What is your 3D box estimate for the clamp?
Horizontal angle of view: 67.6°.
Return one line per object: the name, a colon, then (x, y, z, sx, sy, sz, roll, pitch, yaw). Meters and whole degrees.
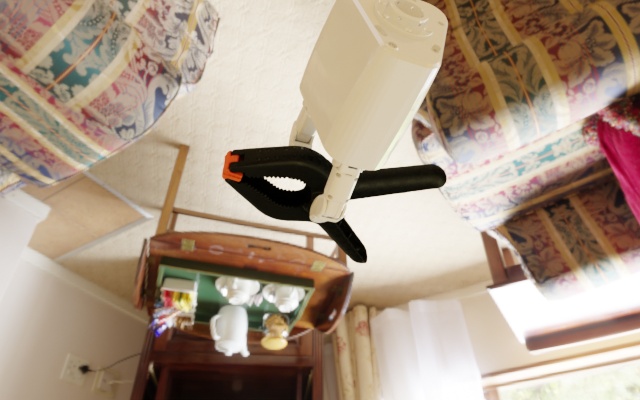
clamp: (0.000, 0.002, 0.493, 0.210, 0.036, 0.165, 13, -44, -15)
